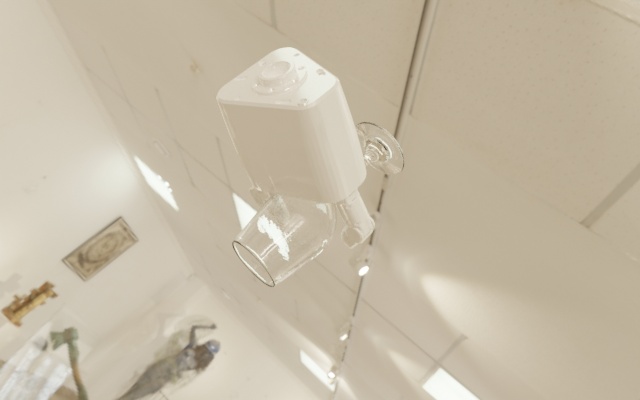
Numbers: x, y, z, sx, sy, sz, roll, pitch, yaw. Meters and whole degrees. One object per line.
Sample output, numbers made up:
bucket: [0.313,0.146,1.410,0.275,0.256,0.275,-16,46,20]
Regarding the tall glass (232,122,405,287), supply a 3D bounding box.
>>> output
tall glass: [0.001,0.001,0.513,0.201,0.079,0.079,-43,20,-23]
